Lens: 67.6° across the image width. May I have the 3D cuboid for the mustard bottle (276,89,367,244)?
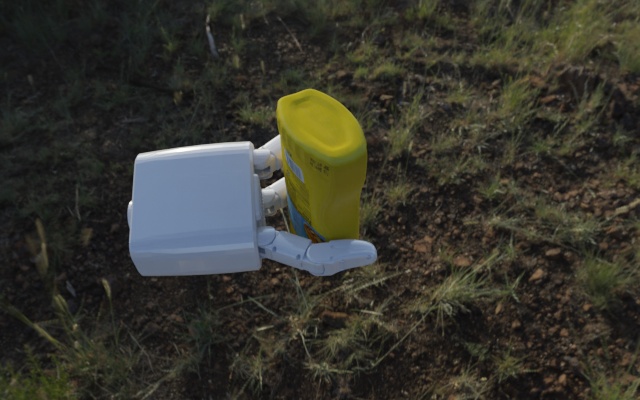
[{"bbox_3d":[0.000,0.001,0.441,0.058,0.192,0.096,-24,53,-20],"label":"mustard bottle"}]
